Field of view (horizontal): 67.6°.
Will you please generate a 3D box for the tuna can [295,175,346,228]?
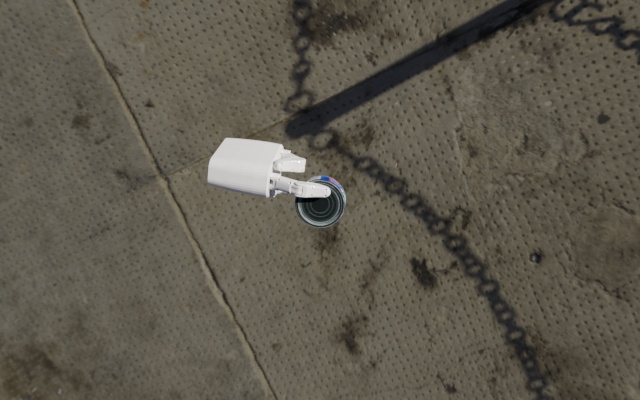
[{"bbox_3d":[0.000,0.003,0.807,0.086,0.086,0.033,0,14,4],"label":"tuna can"}]
